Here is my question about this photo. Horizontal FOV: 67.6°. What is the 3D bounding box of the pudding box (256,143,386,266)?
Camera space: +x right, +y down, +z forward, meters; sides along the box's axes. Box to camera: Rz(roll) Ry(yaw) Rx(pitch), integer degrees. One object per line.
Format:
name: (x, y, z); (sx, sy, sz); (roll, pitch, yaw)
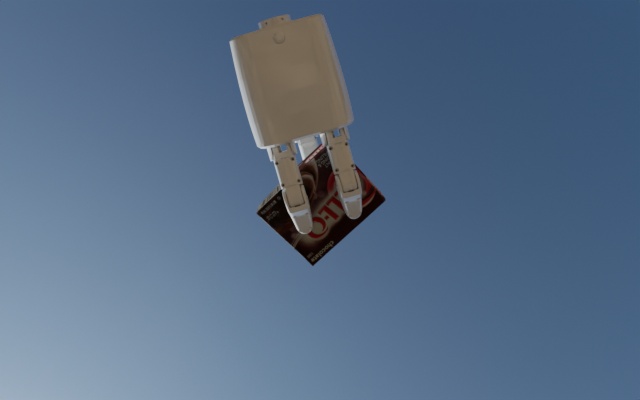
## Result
pudding box: (0.000, 0.002, 0.525); (0.113, 0.090, 0.039); (-42, 16, 9)
